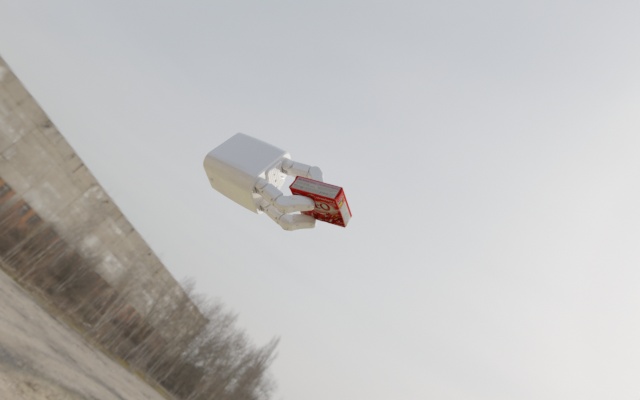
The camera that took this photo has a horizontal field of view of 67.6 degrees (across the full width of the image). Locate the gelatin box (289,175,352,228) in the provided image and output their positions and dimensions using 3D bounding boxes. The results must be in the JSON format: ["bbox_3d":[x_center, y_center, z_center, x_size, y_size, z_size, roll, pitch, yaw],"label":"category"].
[{"bbox_3d":[0.001,0.002,0.766,0.089,0.030,0.073,15,-33,29],"label":"gelatin box"}]
